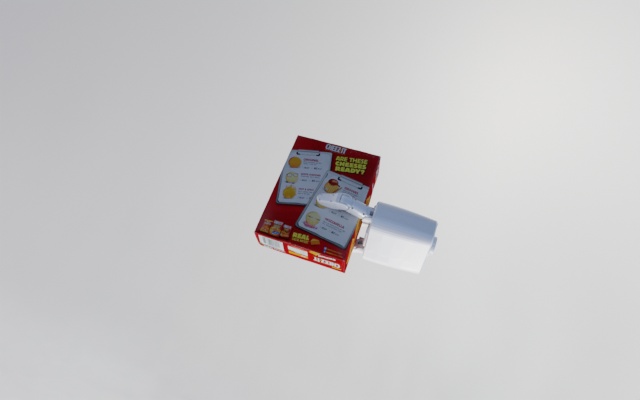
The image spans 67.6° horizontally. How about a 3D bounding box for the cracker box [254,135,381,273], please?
[{"bbox_3d":[0.000,0.003,0.858,0.164,0.213,0.072,16,-26,11],"label":"cracker box"}]
